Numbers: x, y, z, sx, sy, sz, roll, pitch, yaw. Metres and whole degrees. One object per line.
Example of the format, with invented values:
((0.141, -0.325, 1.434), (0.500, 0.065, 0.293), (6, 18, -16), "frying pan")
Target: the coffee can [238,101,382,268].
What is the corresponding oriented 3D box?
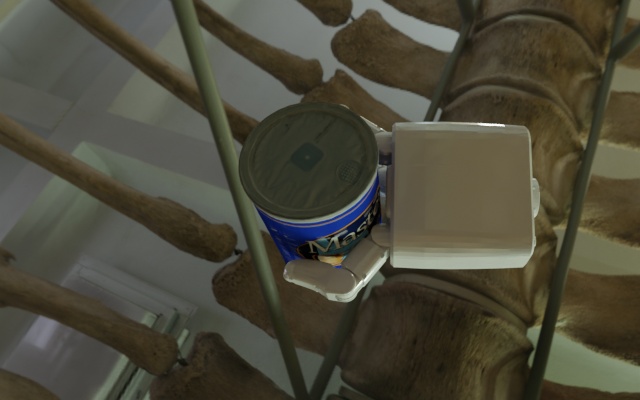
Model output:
((0.000, 0.001, 0.403), (0.103, 0.102, 0.140), (0, -29, 9), "coffee can")
